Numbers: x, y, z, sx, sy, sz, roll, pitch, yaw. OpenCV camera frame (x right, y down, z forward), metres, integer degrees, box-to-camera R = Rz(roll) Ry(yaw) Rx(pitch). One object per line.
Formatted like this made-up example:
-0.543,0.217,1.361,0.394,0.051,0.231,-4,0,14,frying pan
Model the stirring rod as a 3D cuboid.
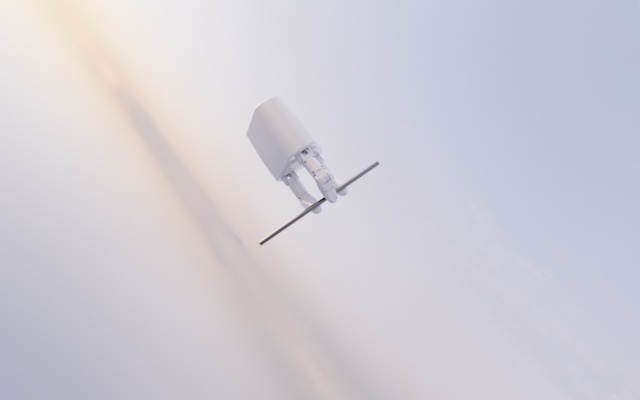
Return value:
0.000,0.003,0.784,0.239,0.011,0.011,-34,8,-12,stirring rod
